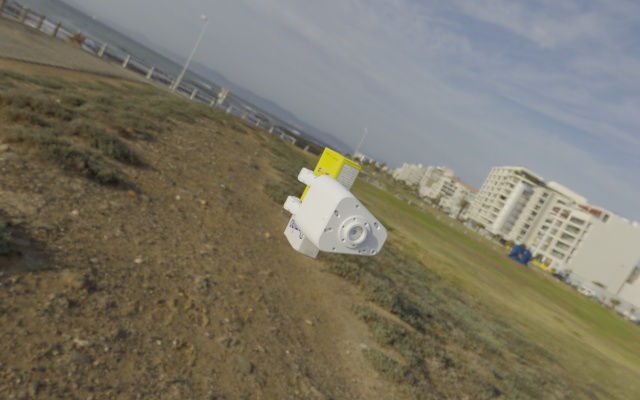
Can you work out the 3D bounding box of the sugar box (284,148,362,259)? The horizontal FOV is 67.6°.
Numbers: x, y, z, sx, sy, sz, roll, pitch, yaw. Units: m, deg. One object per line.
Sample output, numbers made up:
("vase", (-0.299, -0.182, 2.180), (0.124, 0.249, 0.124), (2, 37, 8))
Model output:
("sugar box", (0.000, 0.002, 0.828), (0.048, 0.176, 0.093), (26, 7, -24))
